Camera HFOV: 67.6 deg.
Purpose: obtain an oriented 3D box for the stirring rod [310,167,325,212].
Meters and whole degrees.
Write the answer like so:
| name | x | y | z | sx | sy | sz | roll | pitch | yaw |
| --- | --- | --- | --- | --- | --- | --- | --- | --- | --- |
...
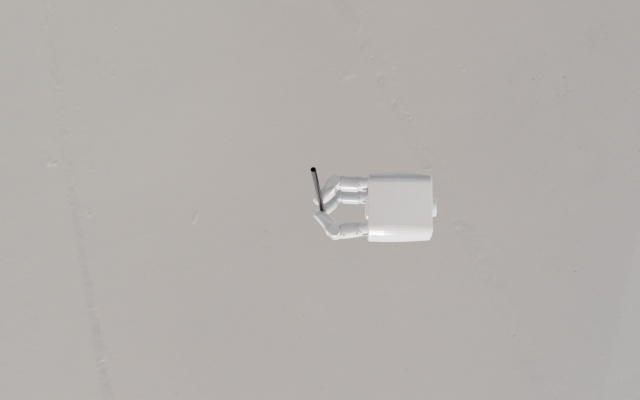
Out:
| name | x | y | z | sx | sy | sz | roll | pitch | yaw |
| --- | --- | --- | --- | --- | --- | --- | --- | --- | --- |
| stirring rod | 0.000 | 0.003 | 0.787 | 0.011 | 0.011 | 0.240 | 0 | -23 | 5 |
